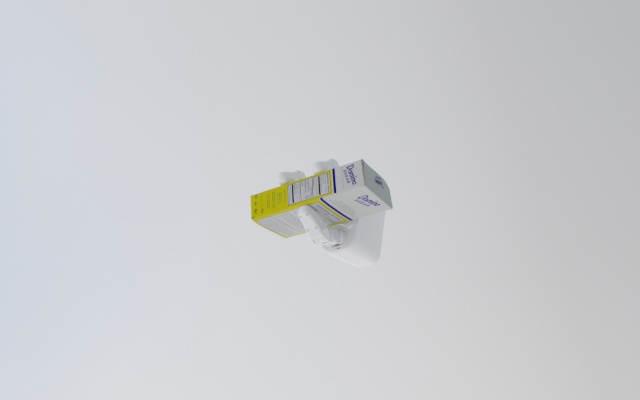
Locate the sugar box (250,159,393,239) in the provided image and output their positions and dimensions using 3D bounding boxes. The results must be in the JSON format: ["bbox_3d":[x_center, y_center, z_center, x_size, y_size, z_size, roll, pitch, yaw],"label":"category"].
[{"bbox_3d":[0.000,0.002,0.659,0.176,0.048,0.093,-19,-28,23],"label":"sugar box"}]
